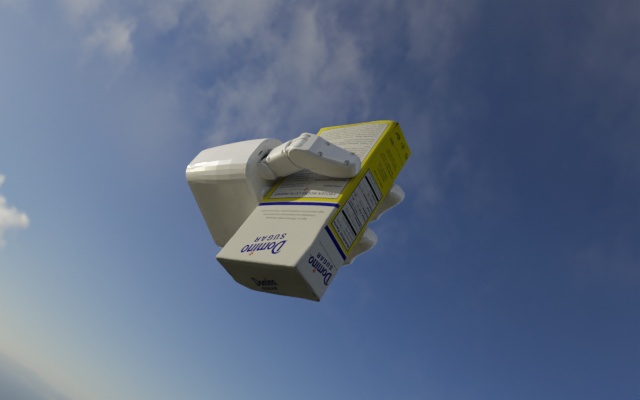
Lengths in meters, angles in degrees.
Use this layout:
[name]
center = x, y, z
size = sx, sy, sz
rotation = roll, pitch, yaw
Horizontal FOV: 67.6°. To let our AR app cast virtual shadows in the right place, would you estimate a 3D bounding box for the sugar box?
[sugar box]
center = 0.000, 0.002, 0.410
size = 0.093, 0.048, 0.176
rotation = 1, 45, 42
